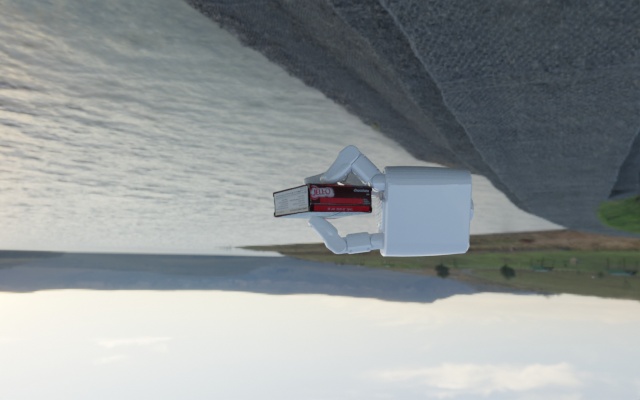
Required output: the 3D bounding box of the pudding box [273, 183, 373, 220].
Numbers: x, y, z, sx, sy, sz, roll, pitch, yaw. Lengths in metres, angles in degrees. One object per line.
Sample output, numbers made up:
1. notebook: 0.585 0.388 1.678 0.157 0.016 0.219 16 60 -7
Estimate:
1. pudding box: 0.000 0.002 0.615 0.090 0.039 0.113 3 -8 -28
